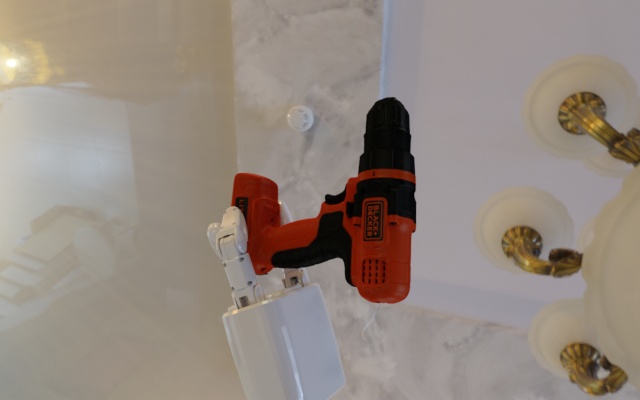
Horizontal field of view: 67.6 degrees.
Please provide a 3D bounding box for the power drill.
[{"bbox_3d":[0.000,0.002,0.455,0.187,0.184,0.057,-5,-17,33],"label":"power drill"}]
